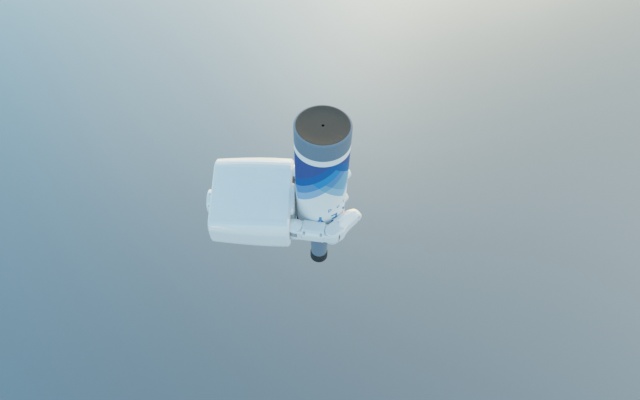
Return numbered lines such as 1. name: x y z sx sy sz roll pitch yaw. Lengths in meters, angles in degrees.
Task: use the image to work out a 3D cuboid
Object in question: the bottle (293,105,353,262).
1. bottle: 0.000 0.002 0.648 0.069 0.069 0.296 0 -36 -1
